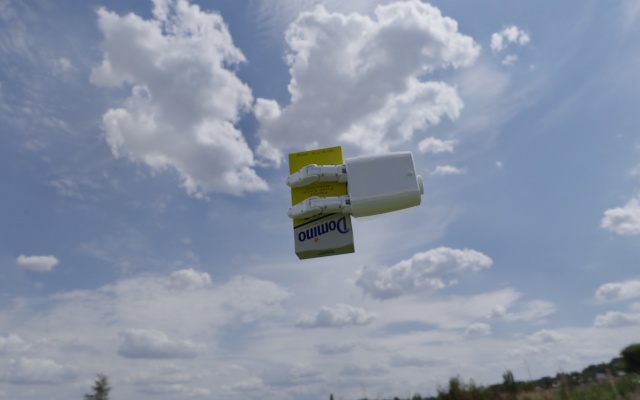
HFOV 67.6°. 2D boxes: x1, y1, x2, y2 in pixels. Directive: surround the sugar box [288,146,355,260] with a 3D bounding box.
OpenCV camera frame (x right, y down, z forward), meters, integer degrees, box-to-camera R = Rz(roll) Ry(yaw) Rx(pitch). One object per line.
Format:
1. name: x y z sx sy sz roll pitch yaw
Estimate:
1. sugar box: 0.000 0.002 0.776 0.093 0.176 0.048 -9 -26 6
